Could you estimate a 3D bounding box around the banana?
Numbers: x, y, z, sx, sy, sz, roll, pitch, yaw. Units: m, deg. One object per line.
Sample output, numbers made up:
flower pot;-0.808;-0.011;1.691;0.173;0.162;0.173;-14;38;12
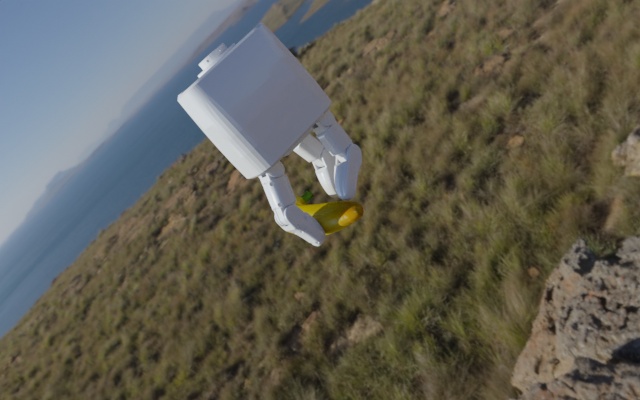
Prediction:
banana;-0.015;0.014;0.570;0.069;0.037;0.198;-42;18;-9
